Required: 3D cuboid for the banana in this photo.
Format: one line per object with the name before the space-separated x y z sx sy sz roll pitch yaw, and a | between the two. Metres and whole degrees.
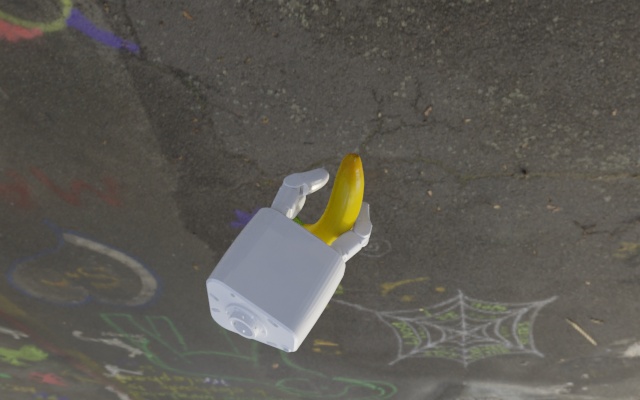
banana | 0.009 0.019 0.570 0.037 0.069 0.198 -27 -11 -33
